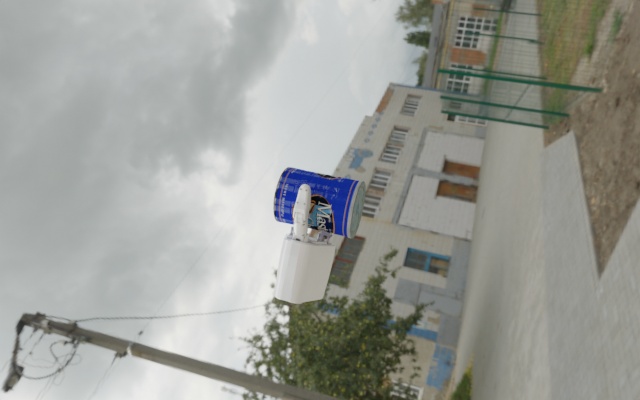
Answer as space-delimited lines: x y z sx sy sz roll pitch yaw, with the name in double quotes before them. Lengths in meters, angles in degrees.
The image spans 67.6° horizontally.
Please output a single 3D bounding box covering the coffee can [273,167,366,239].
"coffee can" 0.000 0.003 0.849 0.140 0.103 0.103 12 3 14
